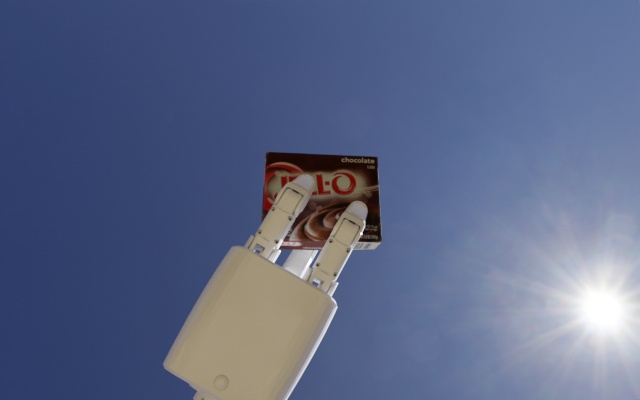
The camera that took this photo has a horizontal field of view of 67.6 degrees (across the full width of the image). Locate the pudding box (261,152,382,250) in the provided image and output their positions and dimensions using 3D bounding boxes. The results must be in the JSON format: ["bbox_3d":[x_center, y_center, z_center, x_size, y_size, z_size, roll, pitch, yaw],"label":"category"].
[{"bbox_3d":[0.000,0.002,0.463,0.113,0.090,0.039,3,-21,-6],"label":"pudding box"}]
